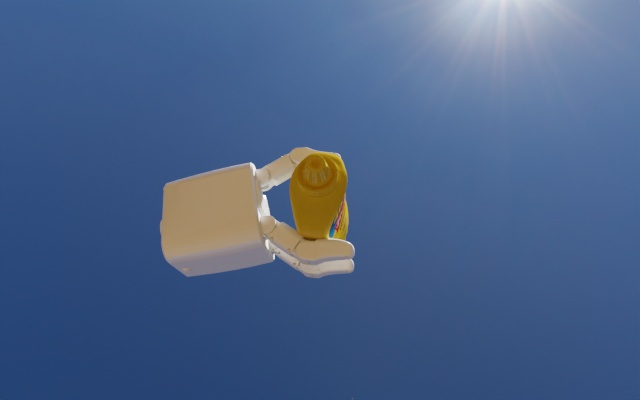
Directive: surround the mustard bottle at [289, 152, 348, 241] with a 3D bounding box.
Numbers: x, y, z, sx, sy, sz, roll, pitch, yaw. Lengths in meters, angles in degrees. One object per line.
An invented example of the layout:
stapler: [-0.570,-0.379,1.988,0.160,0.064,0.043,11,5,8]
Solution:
mustard bottle: [0.000,0.002,0.528,0.058,0.096,0.192,11,-21,8]
